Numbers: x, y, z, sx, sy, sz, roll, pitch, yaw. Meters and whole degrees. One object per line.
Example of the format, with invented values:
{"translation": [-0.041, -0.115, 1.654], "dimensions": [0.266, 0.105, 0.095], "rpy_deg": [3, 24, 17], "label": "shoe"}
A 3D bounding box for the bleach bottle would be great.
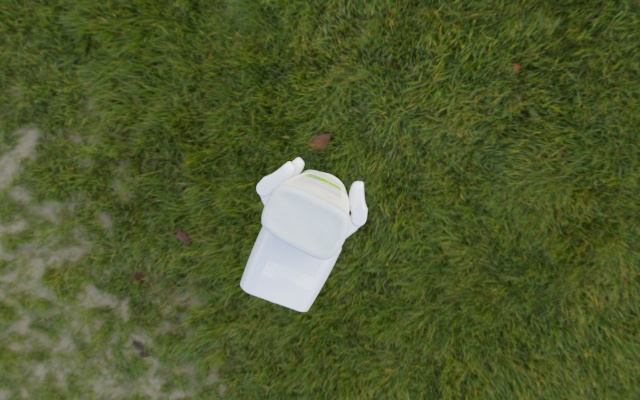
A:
{"translation": [0.000, 0.002, 0.653], "dimensions": [0.102, 0.068, 0.251], "rpy_deg": [27, 13, 4], "label": "bleach bottle"}
